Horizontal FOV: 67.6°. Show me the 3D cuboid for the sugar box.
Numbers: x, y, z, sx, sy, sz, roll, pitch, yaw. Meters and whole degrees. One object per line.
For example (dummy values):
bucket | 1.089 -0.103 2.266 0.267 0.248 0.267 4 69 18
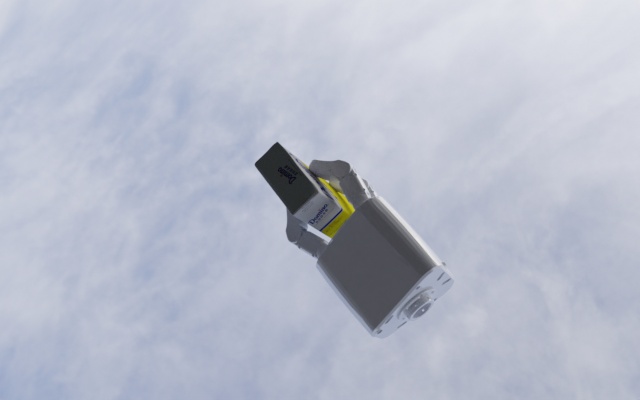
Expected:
sugar box | 0.001 0.002 0.595 0.093 0.048 0.176 50 6 33
